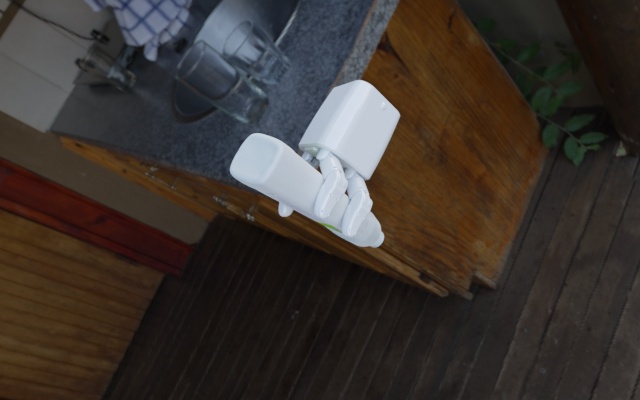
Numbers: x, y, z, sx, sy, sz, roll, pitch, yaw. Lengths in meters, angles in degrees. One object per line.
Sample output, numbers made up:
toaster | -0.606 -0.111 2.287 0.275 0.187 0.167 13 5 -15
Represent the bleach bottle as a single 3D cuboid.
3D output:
bleach bottle | 0.000 0.002 0.666 0.251 0.068 0.102 34 -7 -38
